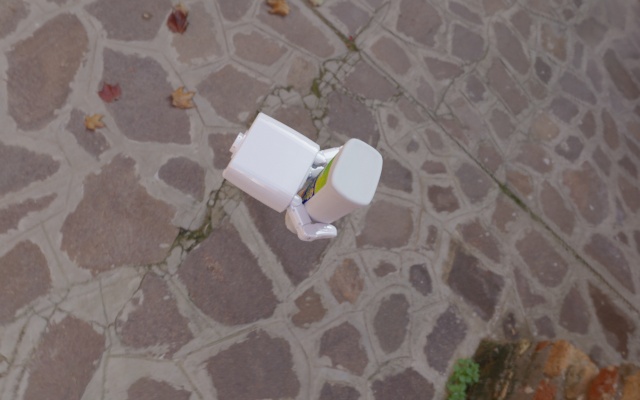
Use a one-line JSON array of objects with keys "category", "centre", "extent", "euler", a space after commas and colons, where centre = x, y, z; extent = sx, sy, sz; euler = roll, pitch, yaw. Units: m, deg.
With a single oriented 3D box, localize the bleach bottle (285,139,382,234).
[{"category": "bleach bottle", "centre": [0.000, 0.002, 0.752], "extent": [0.068, 0.102, 0.251], "euler": [30, -32, -13]}]
